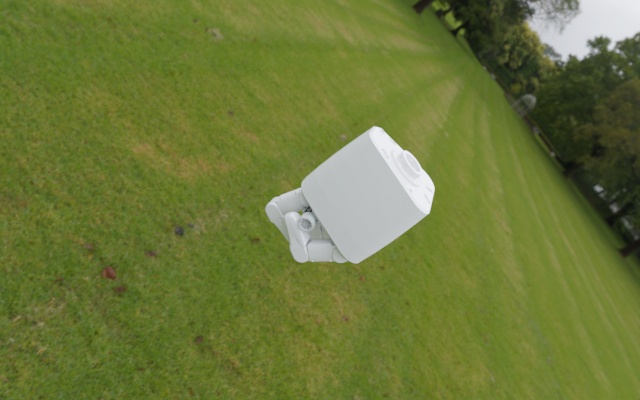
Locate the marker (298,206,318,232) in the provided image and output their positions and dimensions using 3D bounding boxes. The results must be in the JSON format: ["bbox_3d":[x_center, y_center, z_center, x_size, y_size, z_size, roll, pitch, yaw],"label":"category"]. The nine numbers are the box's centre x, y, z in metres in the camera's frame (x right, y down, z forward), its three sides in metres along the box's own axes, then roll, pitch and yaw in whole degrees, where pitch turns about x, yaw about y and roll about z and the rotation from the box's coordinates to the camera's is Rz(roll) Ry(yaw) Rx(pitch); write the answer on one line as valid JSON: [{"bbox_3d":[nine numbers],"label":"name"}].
[{"bbox_3d":[0.000,0.002,0.581,0.020,0.020,0.121,0,24,18],"label":"marker"}]
